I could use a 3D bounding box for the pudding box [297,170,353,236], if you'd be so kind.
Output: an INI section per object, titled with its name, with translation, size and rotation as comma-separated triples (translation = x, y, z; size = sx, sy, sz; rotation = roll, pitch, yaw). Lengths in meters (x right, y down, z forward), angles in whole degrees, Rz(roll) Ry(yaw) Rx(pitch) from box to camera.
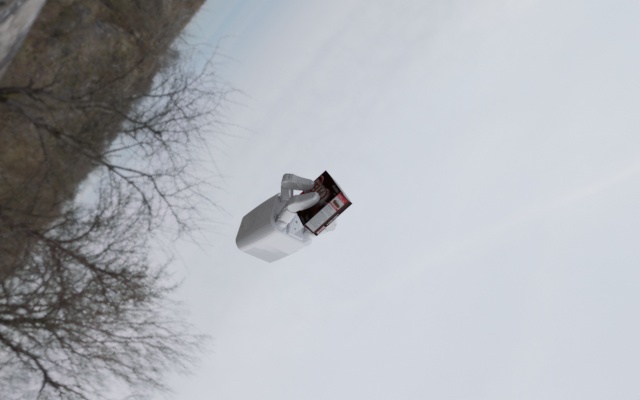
[pudding box]
translation = 0.000, 0.003, 0.858
size = 0.039, 0.090, 0.113
rotation = 44, 6, -28
